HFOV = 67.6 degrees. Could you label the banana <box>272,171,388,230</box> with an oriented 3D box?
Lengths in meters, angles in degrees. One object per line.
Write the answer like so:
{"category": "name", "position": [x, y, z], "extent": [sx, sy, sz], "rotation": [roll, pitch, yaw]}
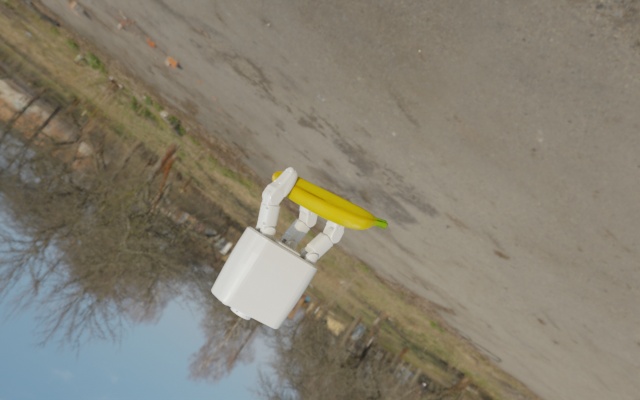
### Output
{"category": "banana", "position": [-0.004, 0.000, 0.679], "extent": [0.197, 0.037, 0.070], "rotation": [27, -1, 24]}
